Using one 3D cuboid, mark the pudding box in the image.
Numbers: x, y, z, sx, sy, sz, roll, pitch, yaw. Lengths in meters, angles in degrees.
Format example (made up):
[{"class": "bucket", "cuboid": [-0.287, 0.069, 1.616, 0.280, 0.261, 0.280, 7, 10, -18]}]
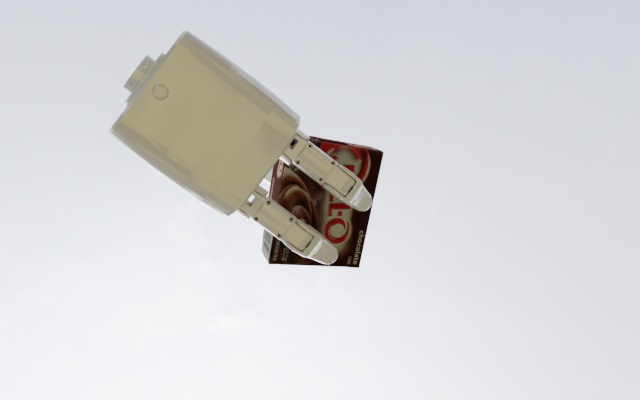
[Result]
[{"class": "pudding box", "cuboid": [0.000, 0.001, 0.427, 0.090, 0.113, 0.039, 6, 14, -23]}]
